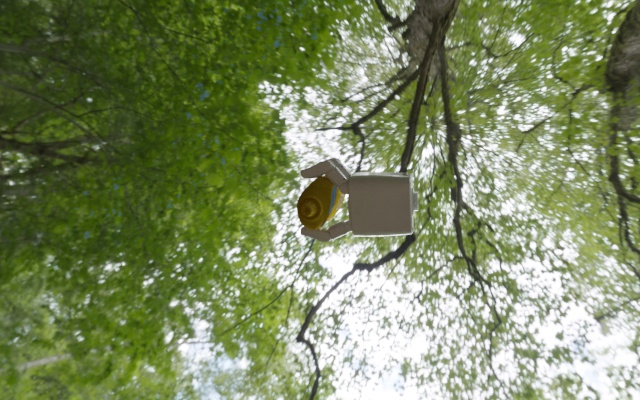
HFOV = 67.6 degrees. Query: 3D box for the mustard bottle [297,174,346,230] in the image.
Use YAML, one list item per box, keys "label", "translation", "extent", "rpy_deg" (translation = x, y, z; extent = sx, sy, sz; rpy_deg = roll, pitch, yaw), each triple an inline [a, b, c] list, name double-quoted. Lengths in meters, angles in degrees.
- label: "mustard bottle"
  translation: [0.000, 0.003, 0.860]
  extent: [0.058, 0.096, 0.191]
  rpy_deg: [23, 13, 9]
